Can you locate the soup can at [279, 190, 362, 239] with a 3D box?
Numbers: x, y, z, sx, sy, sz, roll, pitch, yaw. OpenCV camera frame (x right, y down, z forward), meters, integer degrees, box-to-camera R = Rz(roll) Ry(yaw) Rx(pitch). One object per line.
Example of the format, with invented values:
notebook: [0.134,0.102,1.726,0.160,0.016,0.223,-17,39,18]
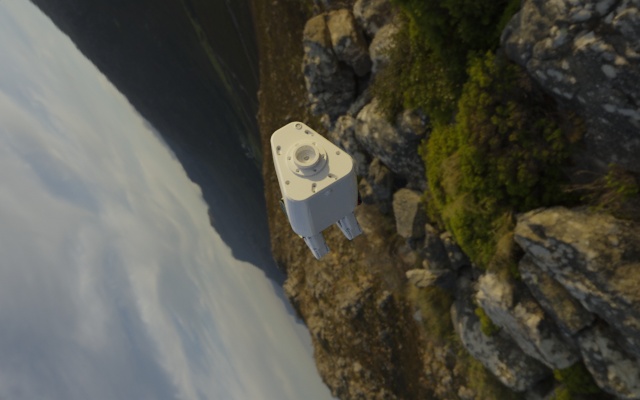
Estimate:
soup can: [0.000,0.003,0.699,0.102,0.068,0.068,-31,6,-10]
